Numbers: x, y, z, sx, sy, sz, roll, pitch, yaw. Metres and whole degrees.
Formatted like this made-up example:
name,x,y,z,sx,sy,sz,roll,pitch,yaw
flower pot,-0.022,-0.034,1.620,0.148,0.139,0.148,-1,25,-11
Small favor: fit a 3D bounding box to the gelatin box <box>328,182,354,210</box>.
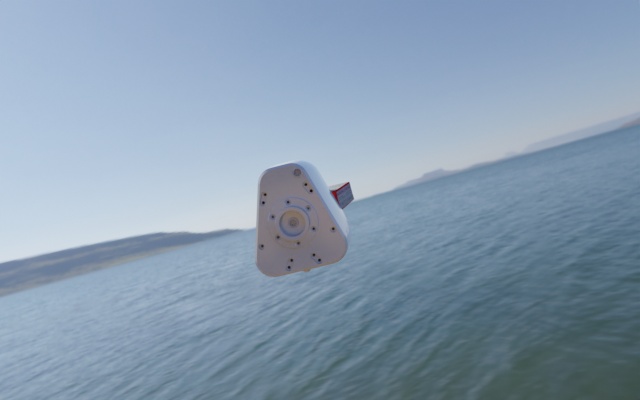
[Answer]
name,x,y,z,sx,sy,sz,roll,pitch,yaw
gelatin box,0.000,0.002,0.644,0.073,0.030,0.089,-14,7,17
